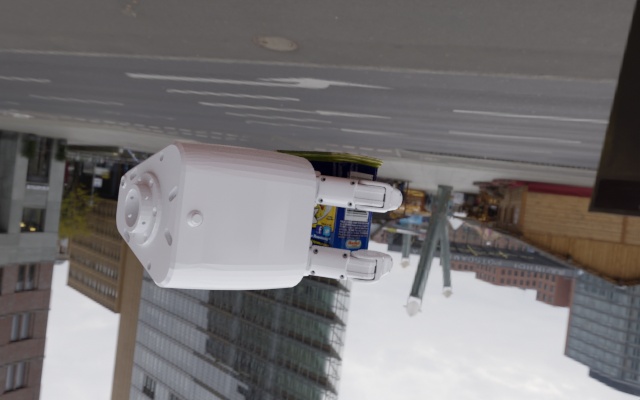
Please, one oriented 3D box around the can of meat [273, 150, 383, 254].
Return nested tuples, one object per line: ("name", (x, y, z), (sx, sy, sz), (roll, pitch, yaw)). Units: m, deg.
("can of meat", (0.000, 0.002, 0.421), (0.102, 0.084, 0.057), (8, 1, 44))
